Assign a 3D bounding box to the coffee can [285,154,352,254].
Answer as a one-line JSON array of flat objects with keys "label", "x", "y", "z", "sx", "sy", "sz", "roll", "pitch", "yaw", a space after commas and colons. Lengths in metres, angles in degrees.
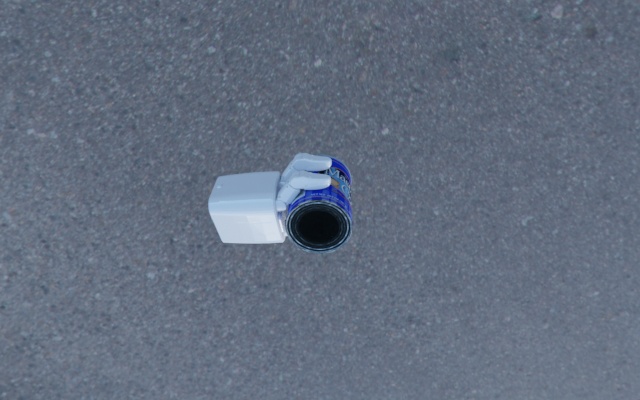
[{"label": "coffee can", "x": 0.000, "y": 0.003, "z": 0.780, "sx": 0.103, "sy": 0.103, "sz": 0.140, "roll": 0, "pitch": 34, "yaw": 3}]
